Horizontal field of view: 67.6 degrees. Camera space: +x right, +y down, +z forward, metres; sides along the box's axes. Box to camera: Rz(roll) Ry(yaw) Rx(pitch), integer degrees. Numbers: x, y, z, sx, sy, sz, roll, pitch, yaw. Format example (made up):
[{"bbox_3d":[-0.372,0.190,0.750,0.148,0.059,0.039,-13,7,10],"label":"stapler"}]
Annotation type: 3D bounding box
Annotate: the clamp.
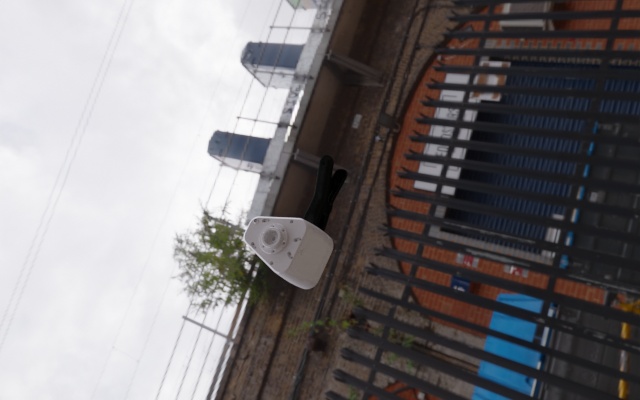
[{"bbox_3d":[0.000,0.003,0.851,0.039,0.171,0.120,15,-13,24],"label":"clamp"}]
